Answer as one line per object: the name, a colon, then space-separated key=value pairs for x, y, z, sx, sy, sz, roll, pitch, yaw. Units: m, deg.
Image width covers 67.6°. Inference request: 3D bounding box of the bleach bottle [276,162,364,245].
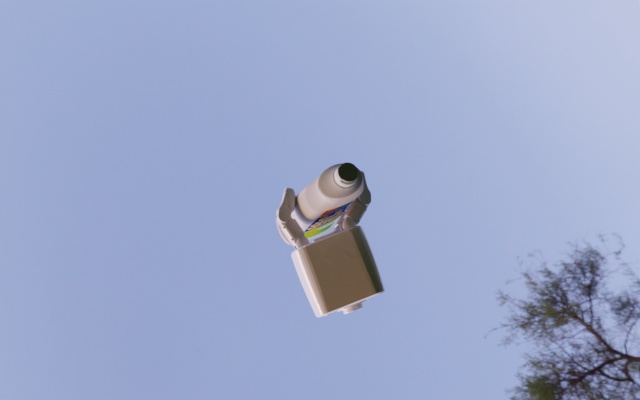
bleach bottle: x=0.000 y=0.002 z=0.747 sx=0.102 sy=0.068 sz=0.251 roll=-20 pitch=-12 yaw=-19
